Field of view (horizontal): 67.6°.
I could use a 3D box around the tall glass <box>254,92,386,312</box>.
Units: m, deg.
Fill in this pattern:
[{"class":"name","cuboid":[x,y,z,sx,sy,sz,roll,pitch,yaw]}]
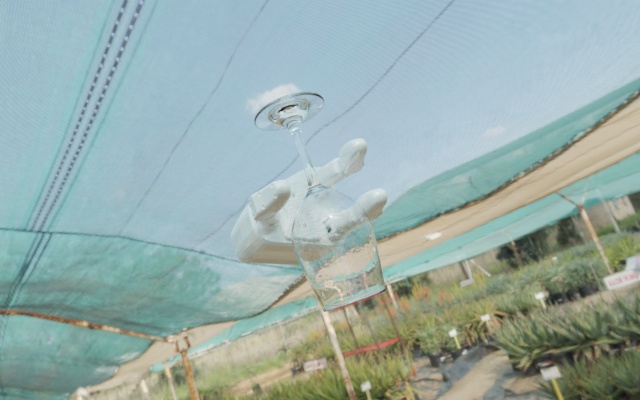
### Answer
[{"class":"tall glass","cuboid":[0.000,0.001,0.462,0.079,0.201,0.079,-18,-13,-4]}]
